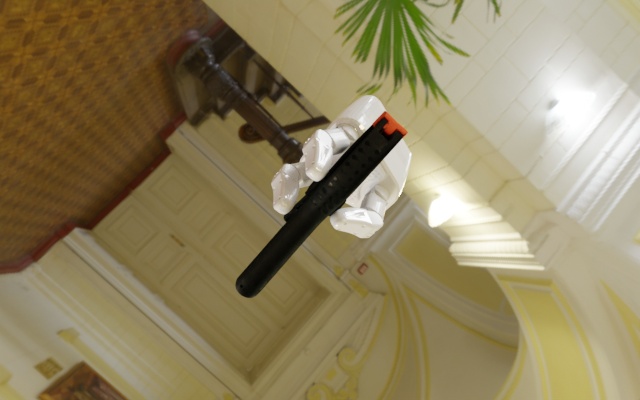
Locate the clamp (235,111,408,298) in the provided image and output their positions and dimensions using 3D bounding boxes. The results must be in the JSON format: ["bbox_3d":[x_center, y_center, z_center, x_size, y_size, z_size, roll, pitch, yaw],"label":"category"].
[{"bbox_3d":[0.001,0.002,0.466,0.210,0.036,0.164,-45,7,33],"label":"clamp"}]
